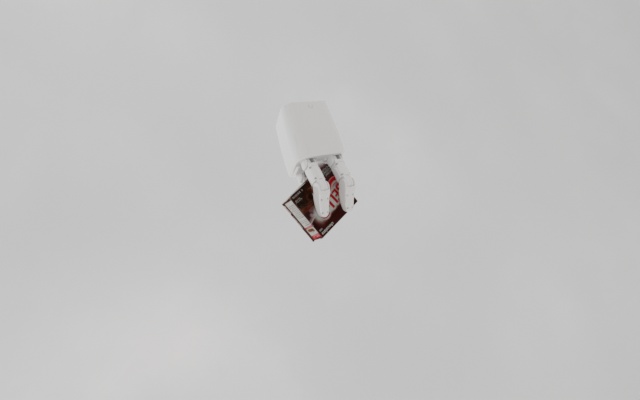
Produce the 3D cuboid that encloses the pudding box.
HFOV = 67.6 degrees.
[{"bbox_3d":[0.000,0.003,0.837,0.113,0.090,0.039,-44,8,-33],"label":"pudding box"}]
